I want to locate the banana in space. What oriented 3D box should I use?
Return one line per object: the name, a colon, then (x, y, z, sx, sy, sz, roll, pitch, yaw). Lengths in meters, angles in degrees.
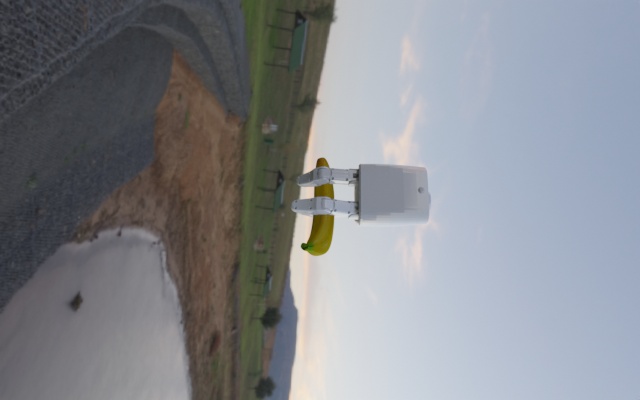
banana: (0.002, 0.018, 0.764, 0.037, 0.197, 0.070, -2, -44, 10)
